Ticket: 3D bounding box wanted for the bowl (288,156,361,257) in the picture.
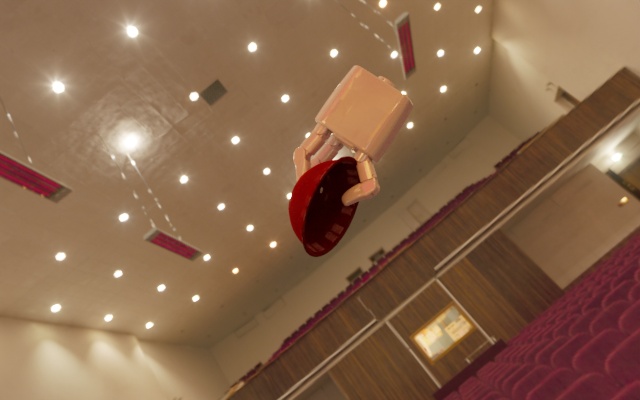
[{"bbox_3d":[-0.001,0.003,0.731,0.055,0.162,0.162,22,10,27],"label":"bowl"}]
